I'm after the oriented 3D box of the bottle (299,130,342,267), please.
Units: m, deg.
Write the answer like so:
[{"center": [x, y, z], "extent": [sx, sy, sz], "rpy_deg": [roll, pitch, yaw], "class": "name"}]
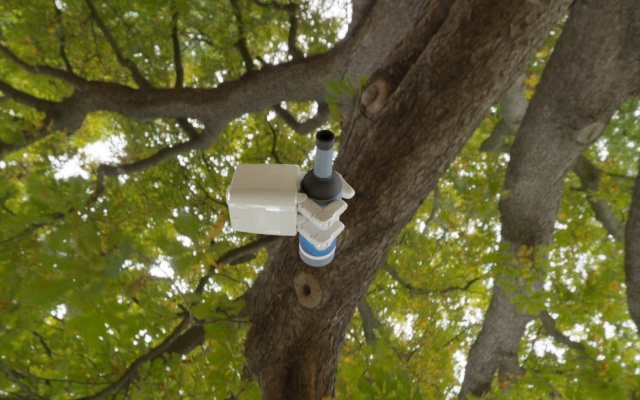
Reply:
[{"center": [0.000, 0.003, 0.786], "extent": [0.069, 0.069, 0.296], "rpy_deg": [0, -40, -3], "class": "bottle"}]
